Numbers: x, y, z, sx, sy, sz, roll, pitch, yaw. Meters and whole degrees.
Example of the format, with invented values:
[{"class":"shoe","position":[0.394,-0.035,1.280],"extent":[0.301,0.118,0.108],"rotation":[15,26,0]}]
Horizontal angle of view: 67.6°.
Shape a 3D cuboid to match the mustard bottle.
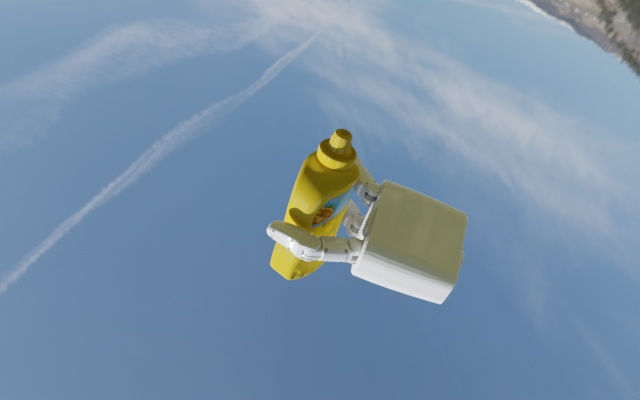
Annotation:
[{"class":"mustard bottle","position":[0.000,0.002,0.544],"extent":[0.058,0.192,0.096],"rotation":[37,43,19]}]
